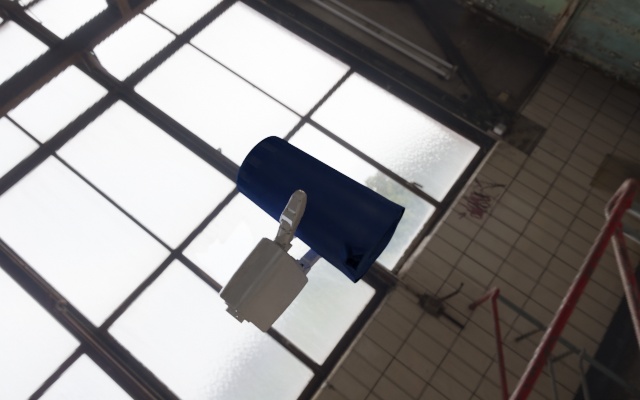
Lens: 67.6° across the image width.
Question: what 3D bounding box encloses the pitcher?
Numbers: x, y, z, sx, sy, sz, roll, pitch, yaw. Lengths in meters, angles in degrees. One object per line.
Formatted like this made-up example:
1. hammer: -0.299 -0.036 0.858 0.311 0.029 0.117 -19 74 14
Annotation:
1. pitcher: 0.000 0.003 0.732 0.243 0.145 0.149 34 -15 14
